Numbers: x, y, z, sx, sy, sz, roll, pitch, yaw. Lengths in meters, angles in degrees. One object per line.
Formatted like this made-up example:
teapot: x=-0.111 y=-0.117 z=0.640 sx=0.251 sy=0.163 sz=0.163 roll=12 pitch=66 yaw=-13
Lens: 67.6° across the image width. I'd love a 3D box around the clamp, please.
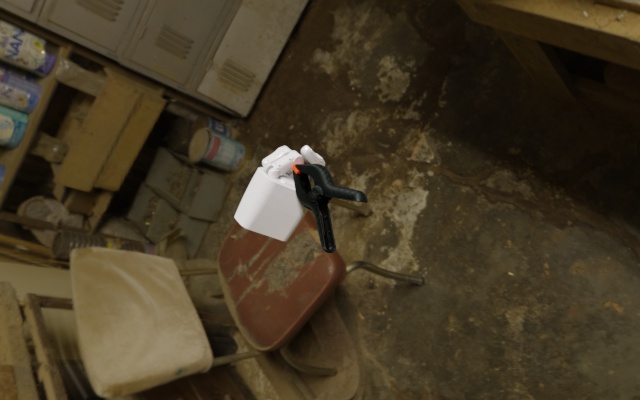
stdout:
clamp: x=0.000 y=0.002 z=0.803 sx=0.039 sy=0.120 sz=0.171 roll=13 pitch=21 yaw=-44
